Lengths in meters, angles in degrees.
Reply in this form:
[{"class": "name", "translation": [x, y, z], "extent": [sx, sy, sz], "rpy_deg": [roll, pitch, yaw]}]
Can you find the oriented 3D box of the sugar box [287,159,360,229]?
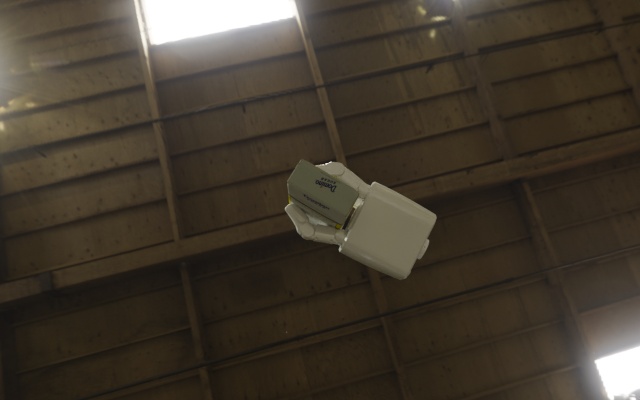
[{"class": "sugar box", "translation": [0.001, 0.002, 0.707], "extent": [0.093, 0.048, 0.176], "rpy_deg": [30, -15, 3]}]
